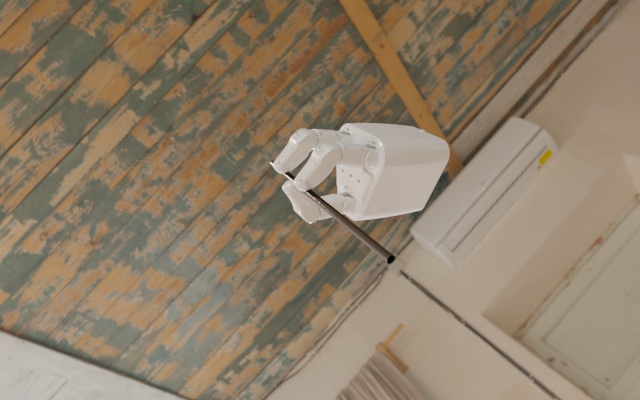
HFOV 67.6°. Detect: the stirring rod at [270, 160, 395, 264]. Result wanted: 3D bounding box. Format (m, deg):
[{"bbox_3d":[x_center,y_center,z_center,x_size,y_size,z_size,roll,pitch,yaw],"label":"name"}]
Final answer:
[{"bbox_3d":[0.000,0.002,0.486,0.011,0.011,0.239,0,23,-32],"label":"stirring rod"}]
